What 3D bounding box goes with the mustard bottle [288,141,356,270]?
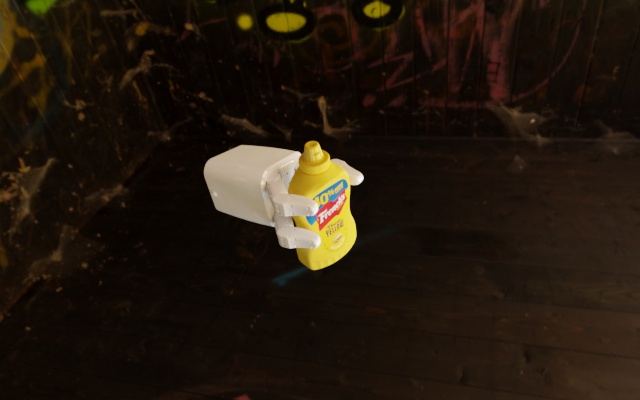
[{"bbox_3d":[0.000,0.002,0.663,0.096,0.192,0.058,-32,44,-26],"label":"mustard bottle"}]
